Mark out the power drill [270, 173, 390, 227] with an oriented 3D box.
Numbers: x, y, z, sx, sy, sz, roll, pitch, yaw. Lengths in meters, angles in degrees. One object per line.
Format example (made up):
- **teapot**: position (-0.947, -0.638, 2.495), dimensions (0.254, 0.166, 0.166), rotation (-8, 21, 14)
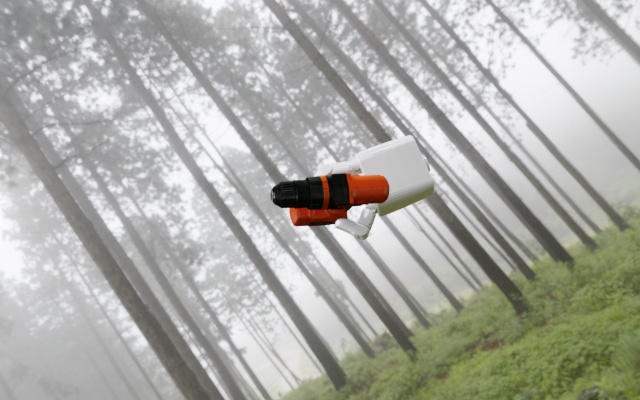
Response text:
- **power drill**: position (0.000, 0.003, 0.787), dimensions (0.184, 0.057, 0.188), rotation (-2, -10, -14)
